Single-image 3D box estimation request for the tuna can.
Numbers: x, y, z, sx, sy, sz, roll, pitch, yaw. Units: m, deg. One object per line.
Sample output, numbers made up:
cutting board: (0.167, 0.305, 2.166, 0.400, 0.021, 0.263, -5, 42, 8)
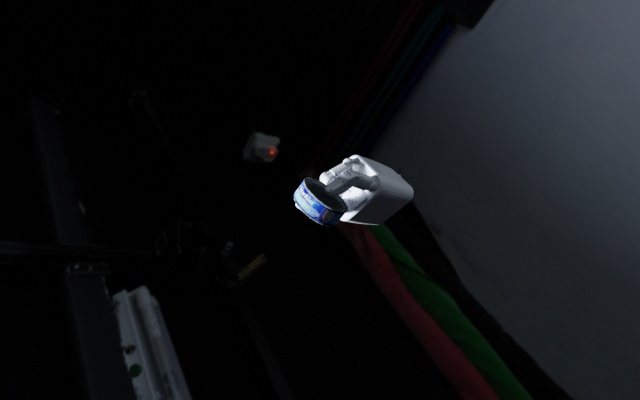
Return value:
tuna can: (0.000, 0.003, 0.767, 0.086, 0.034, 0.086, 32, 20, -13)
